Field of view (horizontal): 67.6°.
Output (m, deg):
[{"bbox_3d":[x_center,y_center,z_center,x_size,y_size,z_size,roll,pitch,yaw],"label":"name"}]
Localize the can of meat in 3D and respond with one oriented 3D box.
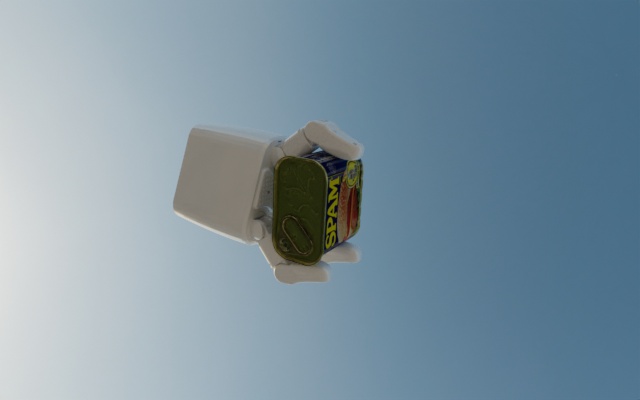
[{"bbox_3d":[0.000,0.001,0.470,0.057,0.102,0.084,12,19,28],"label":"can of meat"}]
